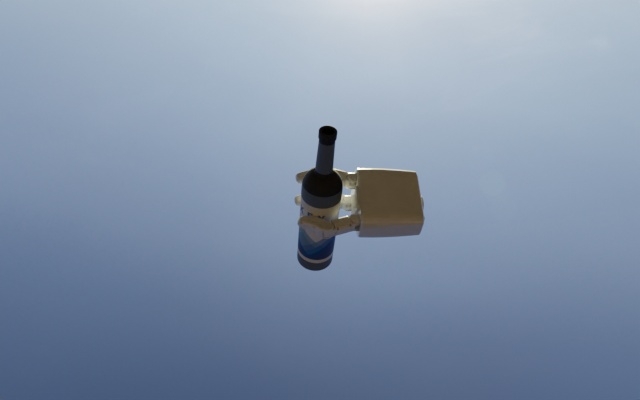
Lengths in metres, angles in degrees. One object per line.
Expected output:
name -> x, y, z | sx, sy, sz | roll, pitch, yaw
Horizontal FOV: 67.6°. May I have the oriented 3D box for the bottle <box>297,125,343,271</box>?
bottle -> 0.000, 0.003, 0.793 | 0.069, 0.069, 0.296 | 0, -44, -6
